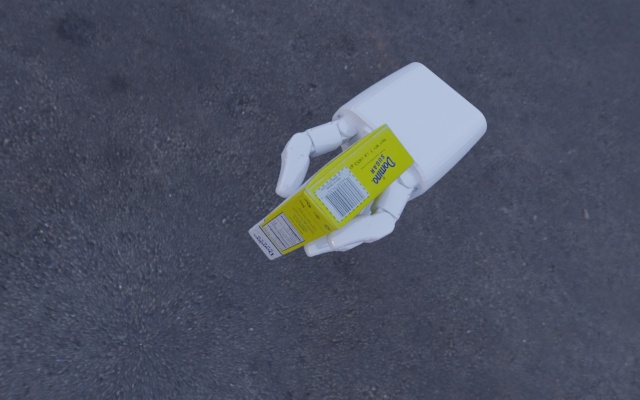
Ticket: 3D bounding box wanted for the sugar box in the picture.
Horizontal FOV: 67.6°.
[{"bbox_3d":[0.001,0.002,0.432,0.093,0.048,0.176,-39,0,-25],"label":"sugar box"}]
